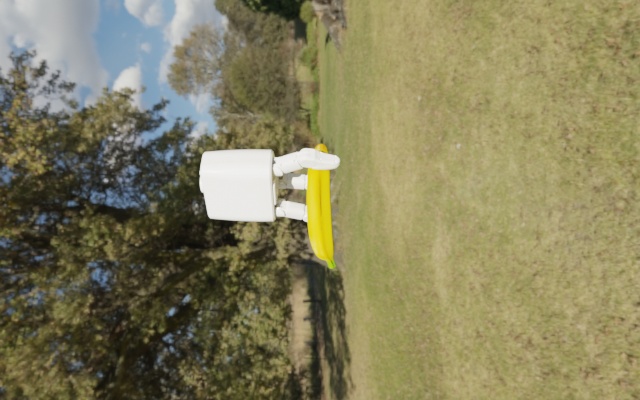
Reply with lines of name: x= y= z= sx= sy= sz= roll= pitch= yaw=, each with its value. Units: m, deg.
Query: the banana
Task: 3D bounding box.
banana: x=-0.001 y=0.002 z=0.720 sx=0.037 sy=0.197 sz=0.069 roll=-3 pitch=-10 yaw=4
